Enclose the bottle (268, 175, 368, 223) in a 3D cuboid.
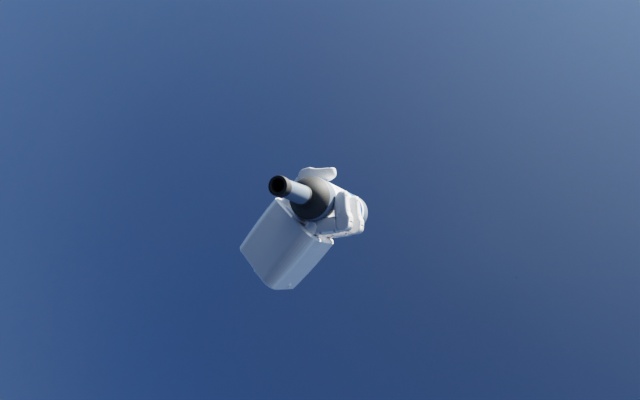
[{"bbox_3d":[0.000,0.002,0.745,0.069,0.069,0.296,0,-9,22],"label":"bottle"}]
